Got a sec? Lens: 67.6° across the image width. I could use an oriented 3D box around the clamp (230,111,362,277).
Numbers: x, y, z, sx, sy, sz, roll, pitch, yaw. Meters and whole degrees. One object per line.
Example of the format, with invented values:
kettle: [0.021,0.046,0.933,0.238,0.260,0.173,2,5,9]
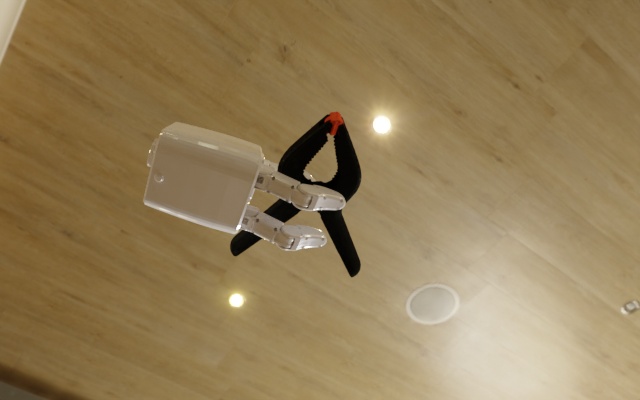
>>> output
clamp: [0.000,0.001,0.556,0.164,0.210,0.036,17,28,-13]
